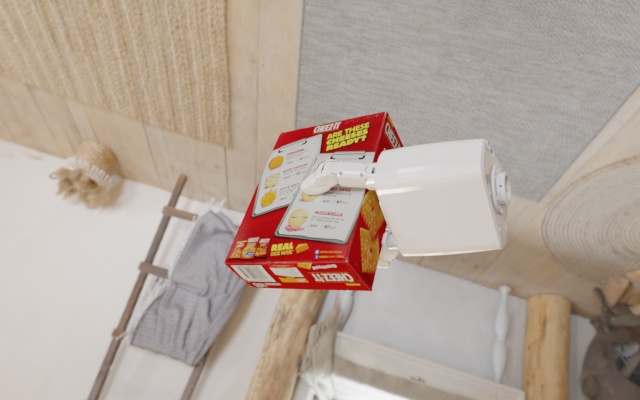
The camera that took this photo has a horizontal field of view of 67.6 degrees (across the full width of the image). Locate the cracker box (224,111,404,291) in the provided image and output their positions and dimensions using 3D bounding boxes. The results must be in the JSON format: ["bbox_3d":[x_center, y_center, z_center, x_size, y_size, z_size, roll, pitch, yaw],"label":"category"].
[{"bbox_3d":[0.000,0.002,0.579,0.164,0.213,0.072,-6,-41,31],"label":"cracker box"}]
